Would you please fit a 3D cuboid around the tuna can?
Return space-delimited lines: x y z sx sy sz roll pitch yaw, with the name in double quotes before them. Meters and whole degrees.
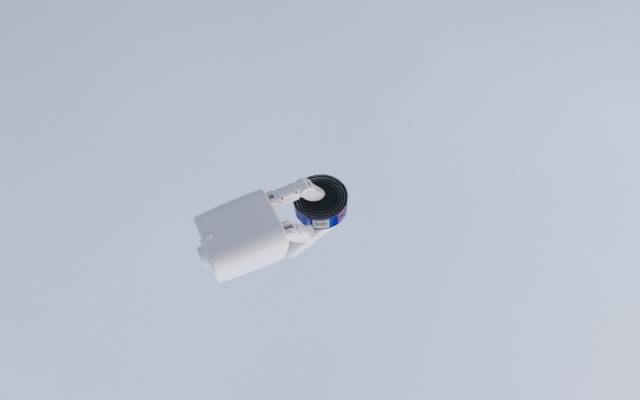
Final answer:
"tuna can" 0.000 0.003 0.746 0.086 0.086 0.034 0 -35 3
